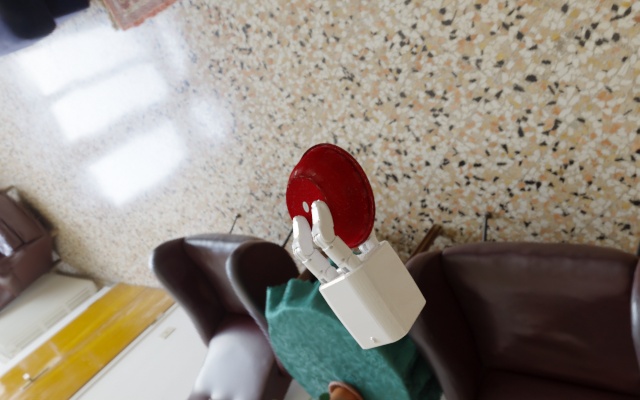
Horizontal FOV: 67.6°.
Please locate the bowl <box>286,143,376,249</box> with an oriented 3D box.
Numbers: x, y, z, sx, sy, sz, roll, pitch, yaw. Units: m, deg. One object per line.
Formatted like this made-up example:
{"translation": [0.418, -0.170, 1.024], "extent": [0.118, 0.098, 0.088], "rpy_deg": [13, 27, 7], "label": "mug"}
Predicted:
{"translation": [-0.001, 0.001, 0.681], "extent": [0.055, 0.162, 0.162], "rpy_deg": [-21, 14, -39], "label": "bowl"}
